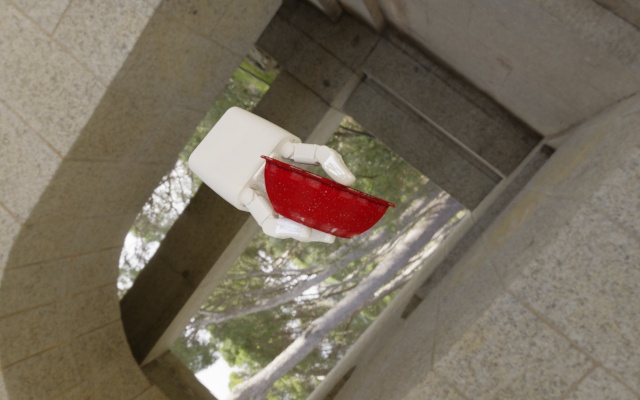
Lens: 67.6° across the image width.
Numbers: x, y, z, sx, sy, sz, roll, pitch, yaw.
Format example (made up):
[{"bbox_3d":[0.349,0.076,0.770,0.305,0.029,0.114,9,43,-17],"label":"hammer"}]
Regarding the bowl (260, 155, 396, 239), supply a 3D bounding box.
[{"bbox_3d":[0.001,0.003,0.537,0.162,0.055,0.162,20,2,-1],"label":"bowl"}]
